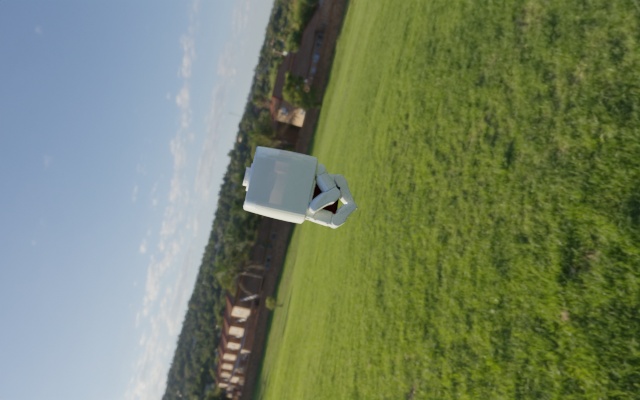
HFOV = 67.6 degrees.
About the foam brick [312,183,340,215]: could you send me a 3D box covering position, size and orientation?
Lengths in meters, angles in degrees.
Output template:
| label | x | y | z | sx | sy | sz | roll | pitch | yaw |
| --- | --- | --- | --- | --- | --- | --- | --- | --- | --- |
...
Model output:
| label | x | y | z | sx | sy | sz | roll | pitch | yaw |
| --- | --- | --- | --- | --- | --- | --- | --- | --- | --- |
| foam brick | 0.000 | 0.003 | 0.880 | 0.051 | 0.053 | 0.078 | 11 | -16 | -9 |
